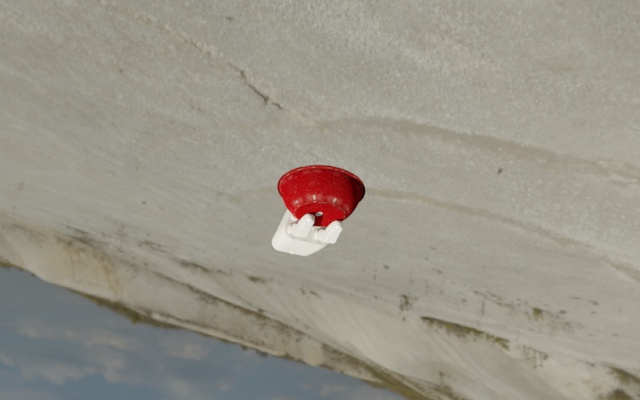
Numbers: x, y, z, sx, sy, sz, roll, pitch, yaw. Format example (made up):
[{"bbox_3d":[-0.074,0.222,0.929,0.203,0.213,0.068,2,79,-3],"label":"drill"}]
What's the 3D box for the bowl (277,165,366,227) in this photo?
[{"bbox_3d":[0.000,0.003,0.857,0.162,0.055,0.162,3,-31,2],"label":"bowl"}]
